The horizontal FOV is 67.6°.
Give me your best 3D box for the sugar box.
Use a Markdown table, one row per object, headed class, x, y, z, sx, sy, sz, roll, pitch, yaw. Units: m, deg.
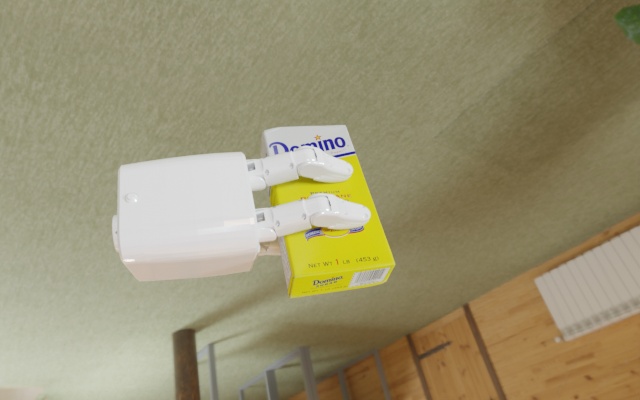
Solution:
| class | x | y | z | sx | sy | sz | roll | pitch | yaw |
| --- | --- | --- | --- | --- | --- | --- | --- | --- | --- |
| sugar box | 0.000 | 0.001 | 0.462 | 0.093 | 0.176 | 0.048 | -5 | -35 | -15 |
